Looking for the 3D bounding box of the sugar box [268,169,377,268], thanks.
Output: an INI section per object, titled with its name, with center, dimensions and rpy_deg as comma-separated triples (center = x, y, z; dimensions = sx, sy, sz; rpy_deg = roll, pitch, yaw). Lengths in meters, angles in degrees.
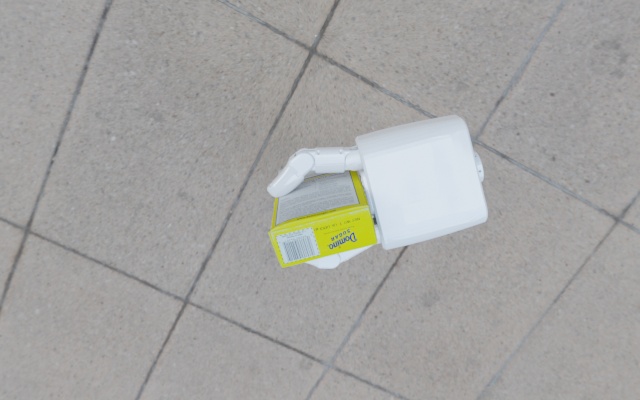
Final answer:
[sugar box]
center = 0.000, 0.002, 0.502
dimensions = 0.093, 0.048, 0.176
rpy_deg = -14, 19, 4
